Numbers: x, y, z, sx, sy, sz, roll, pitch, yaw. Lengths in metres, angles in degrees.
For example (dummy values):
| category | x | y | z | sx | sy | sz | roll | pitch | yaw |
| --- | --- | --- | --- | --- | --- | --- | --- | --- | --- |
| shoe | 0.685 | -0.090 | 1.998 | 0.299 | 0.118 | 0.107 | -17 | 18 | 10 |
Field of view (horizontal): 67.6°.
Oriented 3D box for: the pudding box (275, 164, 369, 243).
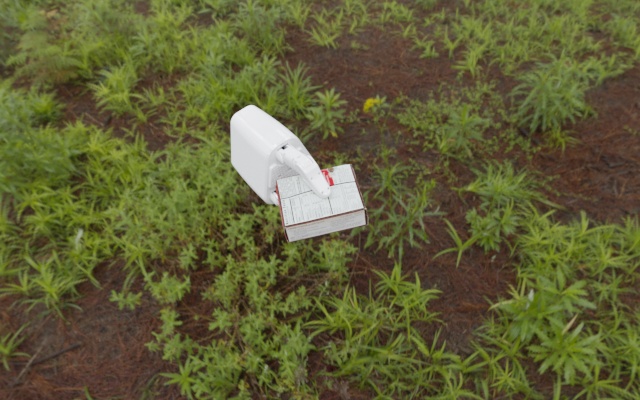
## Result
| category | x | y | z | sx | sy | sz | roll | pitch | yaw |
| --- | --- | --- | --- | --- | --- | --- | --- | --- | --- |
| pudding box | 0.000 | 0.002 | 0.650 | 0.113 | 0.090 | 0.039 | -14 | -40 | 0 |
